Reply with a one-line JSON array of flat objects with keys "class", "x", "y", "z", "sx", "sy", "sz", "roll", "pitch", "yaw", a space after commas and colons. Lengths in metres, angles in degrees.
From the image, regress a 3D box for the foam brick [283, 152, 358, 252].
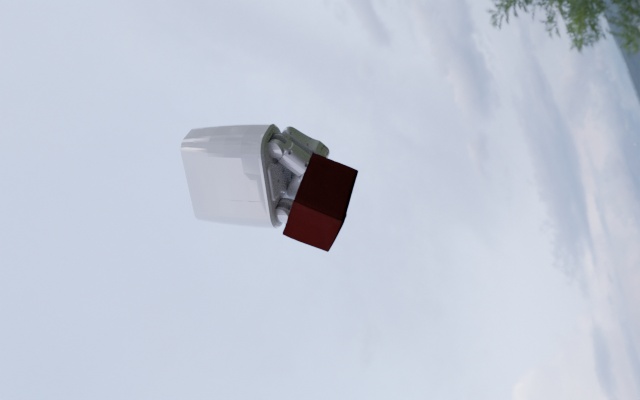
[{"class": "foam brick", "x": 0.000, "y": 0.002, "z": 0.479, "sx": 0.051, "sy": 0.078, "sz": 0.053, "roll": 21, "pitch": -46, "yaw": -2}]
